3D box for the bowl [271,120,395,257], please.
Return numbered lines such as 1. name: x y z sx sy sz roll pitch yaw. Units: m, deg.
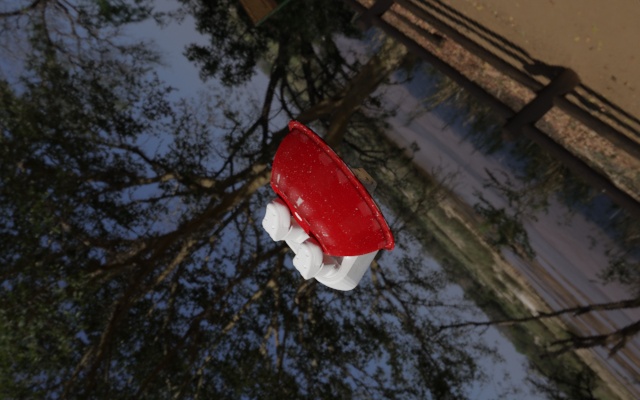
1. bowl: -0.001 0.001 0.470 0.055 0.162 0.162 -38 6 -8
